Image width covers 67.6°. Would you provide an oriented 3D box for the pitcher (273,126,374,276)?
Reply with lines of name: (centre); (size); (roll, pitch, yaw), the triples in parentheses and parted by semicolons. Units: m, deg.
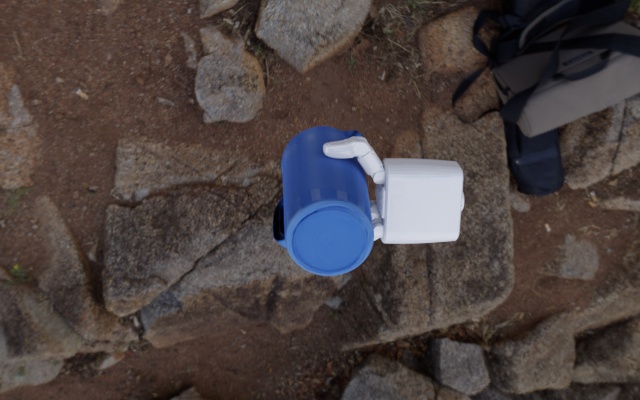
pitcher: (0.000, 0.002, 0.674); (0.145, 0.149, 0.242); (0, 27, -2)
